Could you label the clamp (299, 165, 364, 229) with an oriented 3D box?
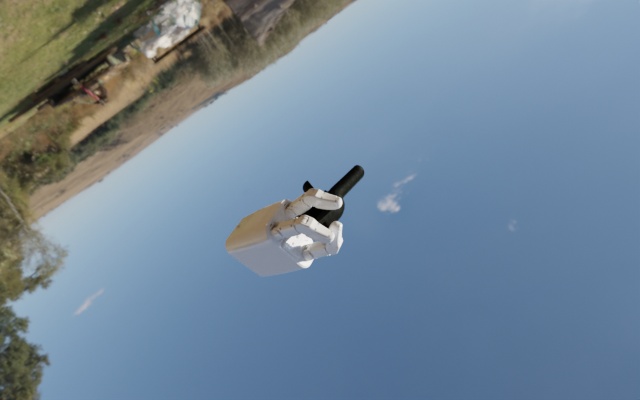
[{"bbox_3d":[0.000,0.003,0.810,0.120,0.039,0.171,-17,26,35],"label":"clamp"}]
